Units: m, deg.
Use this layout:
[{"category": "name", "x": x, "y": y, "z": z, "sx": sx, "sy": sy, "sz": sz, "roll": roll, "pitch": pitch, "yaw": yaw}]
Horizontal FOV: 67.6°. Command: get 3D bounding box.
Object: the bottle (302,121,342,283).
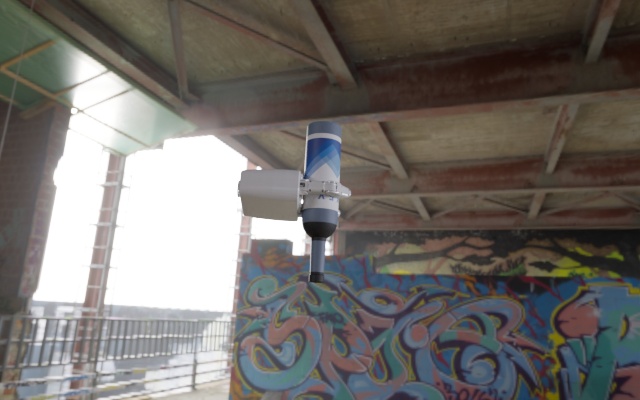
[{"category": "bottle", "x": 0.000, "y": 0.003, "z": 0.884, "sx": 0.069, "sy": 0.295, "sz": 0.069, "roll": 3, "pitch": -13, "yaw": 1}]
